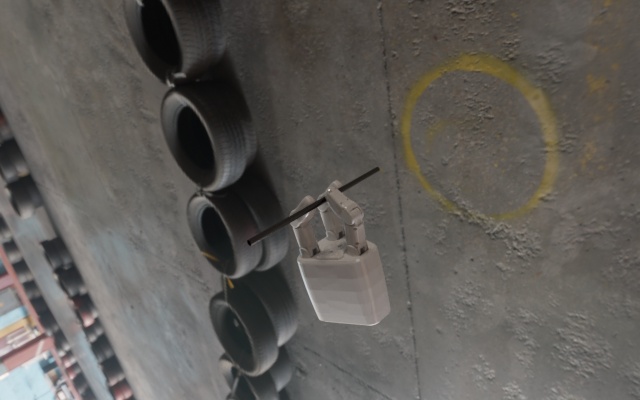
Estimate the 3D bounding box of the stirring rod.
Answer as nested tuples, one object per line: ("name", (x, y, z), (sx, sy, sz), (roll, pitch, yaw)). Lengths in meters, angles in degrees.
("stirring rod", (0.000, 0.002, 0.635), (0.239, 0.011, 0.011), (-30, 18, -36))
